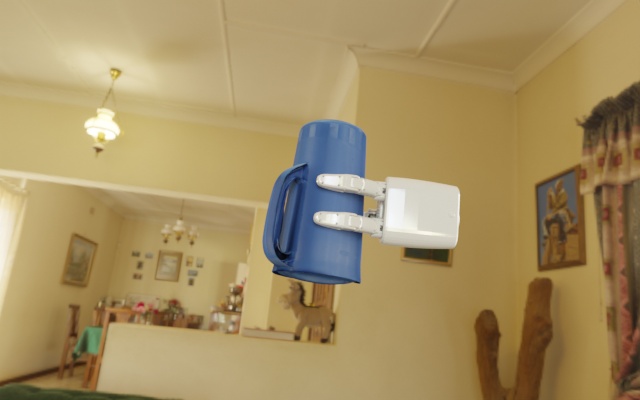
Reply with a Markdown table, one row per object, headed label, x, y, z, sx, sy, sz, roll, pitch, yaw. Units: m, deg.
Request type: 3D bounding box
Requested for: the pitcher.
| label | x | y | z | sx | sy | sz | roll | pitch | yaw |
| --- | --- | --- | --- | --- | --- | --- | --- | --- | --- |
| pitcher | 0.000 | 0.002 | 0.726 | 0.145 | 0.242 | 0.149 | 6 | -14 | 1 |
